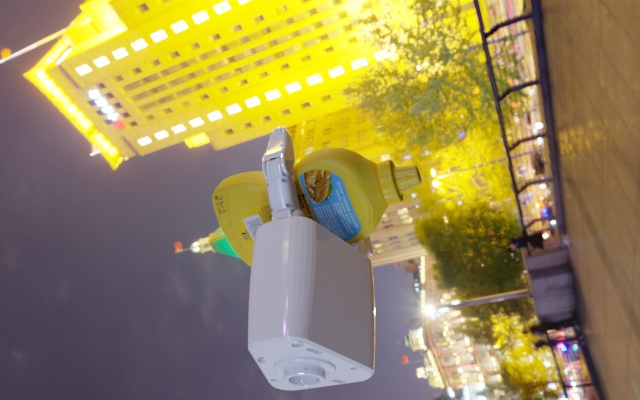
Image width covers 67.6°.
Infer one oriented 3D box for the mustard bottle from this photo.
[{"bbox_3d":[0.000,0.001,0.454,0.191,0.096,0.058,-15,24,19],"label":"mustard bottle"}]
